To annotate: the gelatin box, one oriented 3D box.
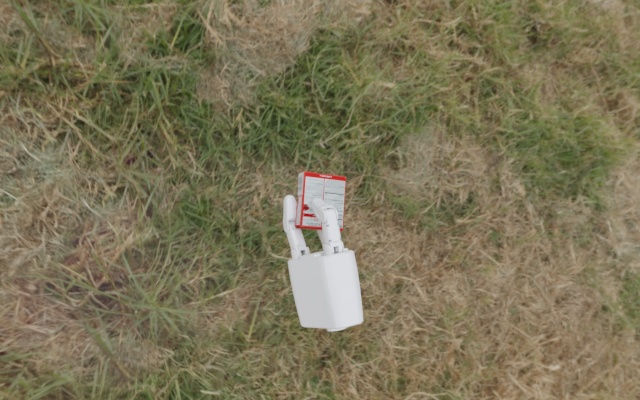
[{"bbox_3d":[0.000,0.002,0.756,0.073,0.089,0.030,6,-5,-22],"label":"gelatin box"}]
